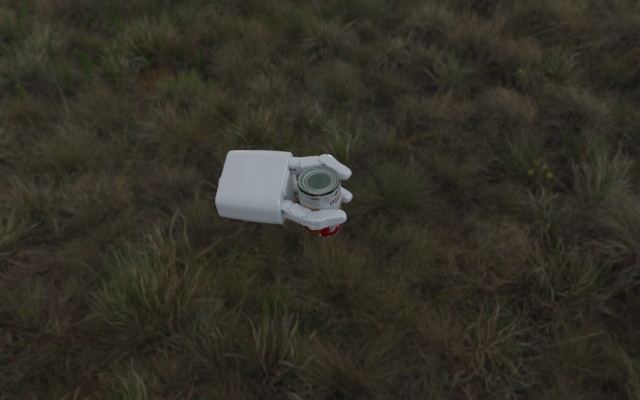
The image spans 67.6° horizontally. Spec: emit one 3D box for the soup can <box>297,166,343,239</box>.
[{"bbox_3d":[0.001,0.002,0.761,0.068,0.068,0.102,0,-44,5],"label":"soup can"}]
